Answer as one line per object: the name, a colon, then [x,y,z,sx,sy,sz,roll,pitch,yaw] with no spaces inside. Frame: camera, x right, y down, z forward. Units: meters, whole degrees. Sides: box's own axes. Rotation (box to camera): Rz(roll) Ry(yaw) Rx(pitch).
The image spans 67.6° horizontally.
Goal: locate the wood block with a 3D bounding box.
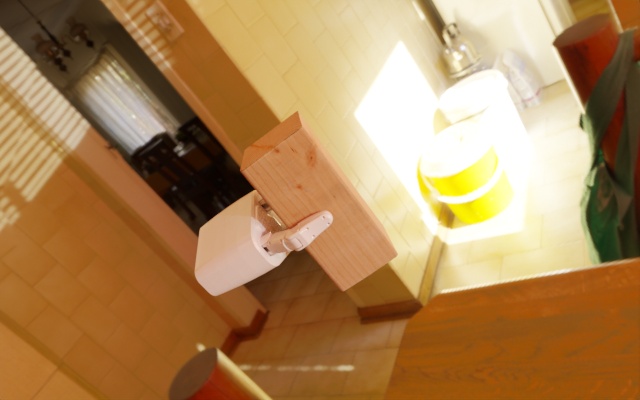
wood block: [0.000,0.002,0.609,0.090,0.206,0.090,-35,21,9]
